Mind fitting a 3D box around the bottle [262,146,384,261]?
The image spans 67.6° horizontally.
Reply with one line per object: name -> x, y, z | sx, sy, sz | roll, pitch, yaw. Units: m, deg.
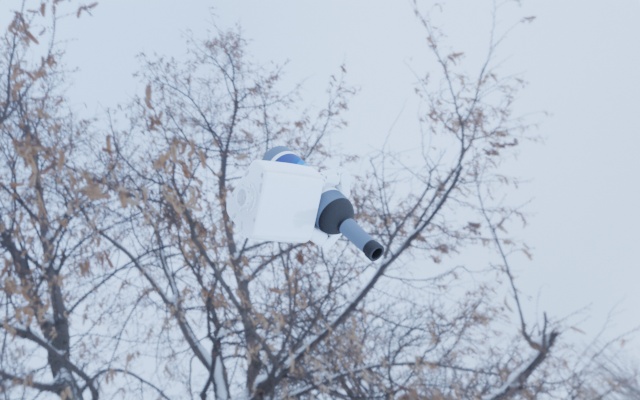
bottle -> 0.000, 0.002, 0.776 | 0.069, 0.069, 0.295 | 0, 30, -39
